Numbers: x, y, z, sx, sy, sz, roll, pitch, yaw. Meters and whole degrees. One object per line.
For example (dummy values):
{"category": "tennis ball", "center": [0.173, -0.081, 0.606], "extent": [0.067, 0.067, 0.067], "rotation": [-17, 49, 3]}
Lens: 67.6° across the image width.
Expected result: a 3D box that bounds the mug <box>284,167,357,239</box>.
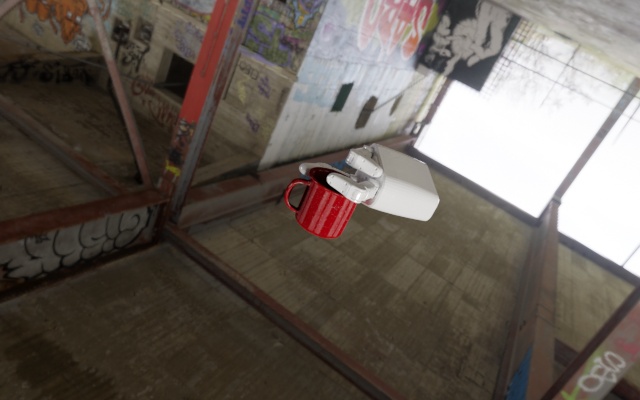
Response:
{"category": "mug", "center": [-0.001, 0.002, 0.742], "extent": [0.117, 0.081, 0.093], "rotation": [16, 25, -20]}
